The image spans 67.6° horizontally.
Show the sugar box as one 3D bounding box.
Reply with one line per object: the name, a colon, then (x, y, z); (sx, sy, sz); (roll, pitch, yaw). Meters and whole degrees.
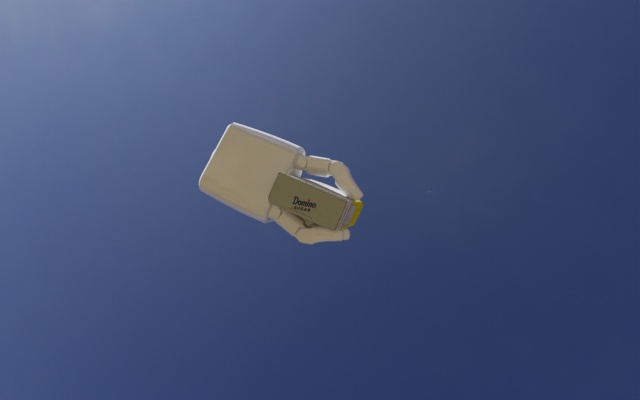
sugar box: (0.000, 0.003, 0.642); (0.093, 0.048, 0.176); (23, 6, 11)
